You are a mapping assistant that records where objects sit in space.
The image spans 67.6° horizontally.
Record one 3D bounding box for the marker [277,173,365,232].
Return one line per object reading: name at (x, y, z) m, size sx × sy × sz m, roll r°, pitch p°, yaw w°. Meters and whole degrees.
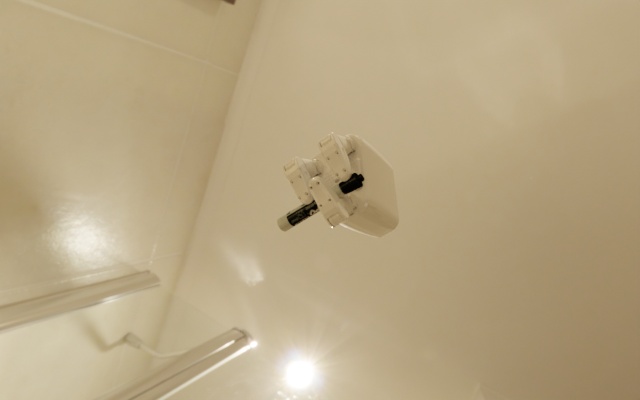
marker at (0.000, 0.002, 0.568) m, size 0.121 × 0.020 × 0.020 m, roll -31°, pitch -13°, yaw 21°
